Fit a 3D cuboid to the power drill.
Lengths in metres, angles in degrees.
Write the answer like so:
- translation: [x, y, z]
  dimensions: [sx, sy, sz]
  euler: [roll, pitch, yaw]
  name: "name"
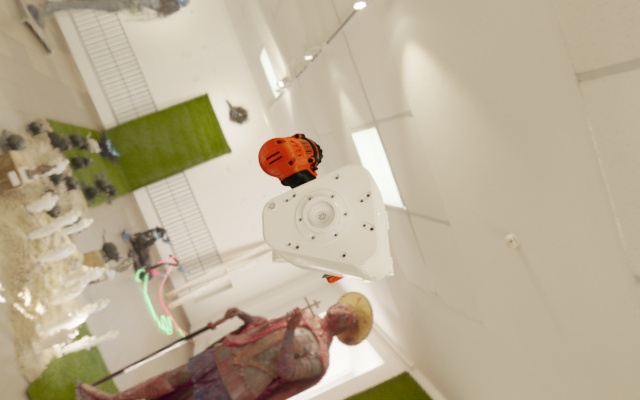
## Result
- translation: [0.000, 0.002, 0.613]
  dimensions: [0.057, 0.187, 0.184]
  euler: [-31, -1, 16]
  name: "power drill"
